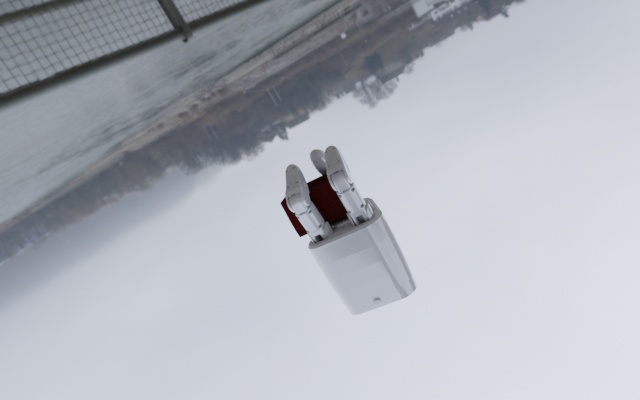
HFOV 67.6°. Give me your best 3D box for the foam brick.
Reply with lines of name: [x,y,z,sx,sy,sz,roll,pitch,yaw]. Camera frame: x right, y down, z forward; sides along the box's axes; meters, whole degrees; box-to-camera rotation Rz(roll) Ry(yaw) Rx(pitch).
foam brick: [0.000,0.002,0.588,0.078,0.051,0.053,-24,12,20]
